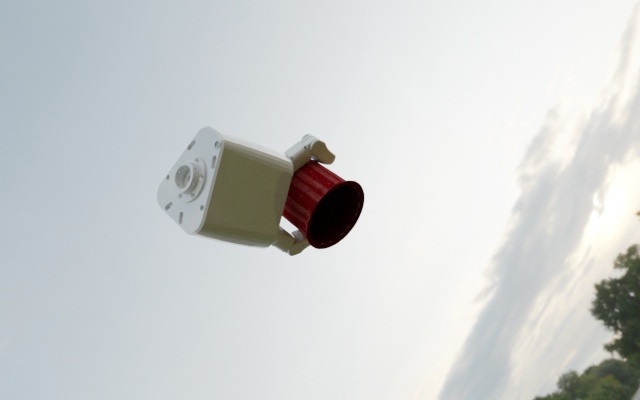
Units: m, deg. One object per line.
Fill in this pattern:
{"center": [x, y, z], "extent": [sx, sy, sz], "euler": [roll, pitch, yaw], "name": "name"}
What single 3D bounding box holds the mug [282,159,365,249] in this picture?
{"center": [0.001, 0.002, 0.596], "extent": [0.081, 0.093, 0.117], "euler": [36, 10, 36], "name": "mug"}
